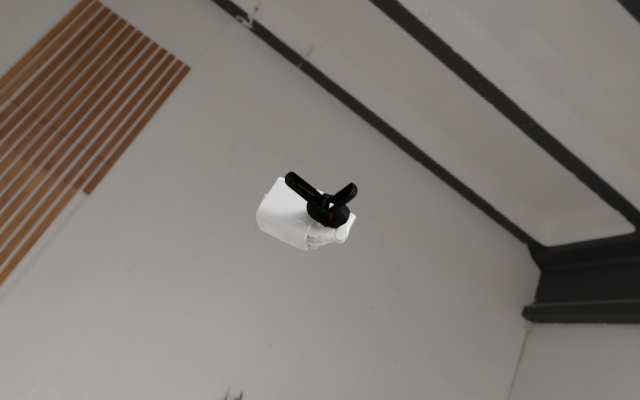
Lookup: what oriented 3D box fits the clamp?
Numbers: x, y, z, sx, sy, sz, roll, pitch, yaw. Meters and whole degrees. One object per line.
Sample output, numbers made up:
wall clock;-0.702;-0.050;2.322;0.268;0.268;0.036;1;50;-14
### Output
clamp;0.000;0.002;0.819;0.120;0.039;0.172;20;-26;9
